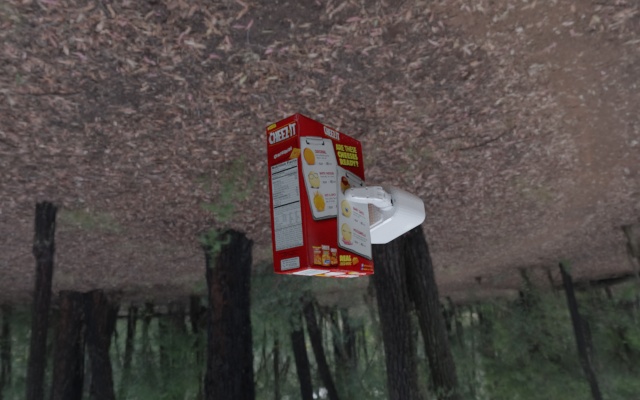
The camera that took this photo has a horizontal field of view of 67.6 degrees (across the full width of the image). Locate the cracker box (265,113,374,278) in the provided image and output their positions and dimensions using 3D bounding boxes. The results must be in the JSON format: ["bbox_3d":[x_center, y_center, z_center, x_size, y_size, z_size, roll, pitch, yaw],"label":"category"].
[{"bbox_3d":[0.000,0.002,0.697,0.072,0.213,0.164,-15,-18,34],"label":"cracker box"}]
